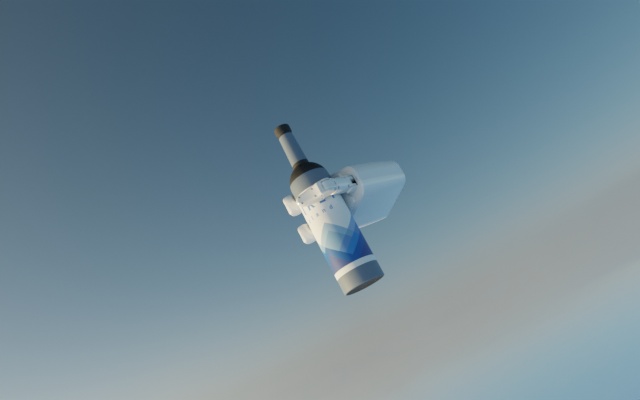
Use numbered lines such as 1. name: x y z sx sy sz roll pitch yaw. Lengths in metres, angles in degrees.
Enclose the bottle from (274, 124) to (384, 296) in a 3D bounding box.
1. bottle: 0.000 0.003 0.752 0.069 0.295 0.069 -25 -19 -9
